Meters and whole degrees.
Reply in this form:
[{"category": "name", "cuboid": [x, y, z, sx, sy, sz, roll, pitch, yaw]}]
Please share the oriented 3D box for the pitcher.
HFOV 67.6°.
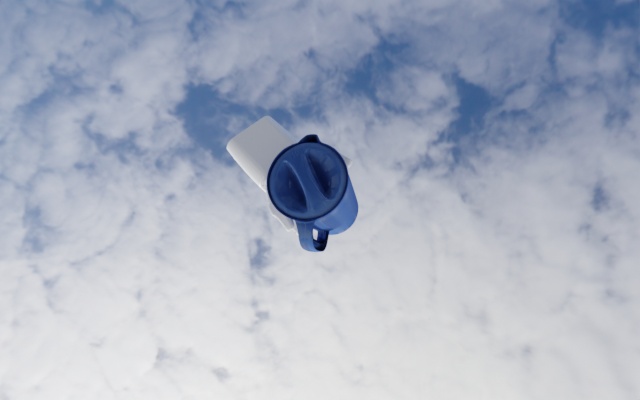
[{"category": "pitcher", "cuboid": [0.000, 0.003, 0.860, 0.145, 0.149, 0.243, 45, -1, 18]}]
